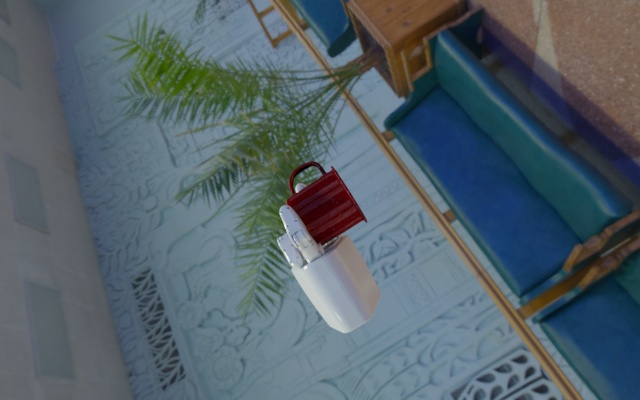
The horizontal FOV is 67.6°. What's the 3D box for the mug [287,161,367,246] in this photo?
[{"bbox_3d":[-0.001,0.001,0.662,0.081,0.117,0.093,-32,-1,1],"label":"mug"}]
